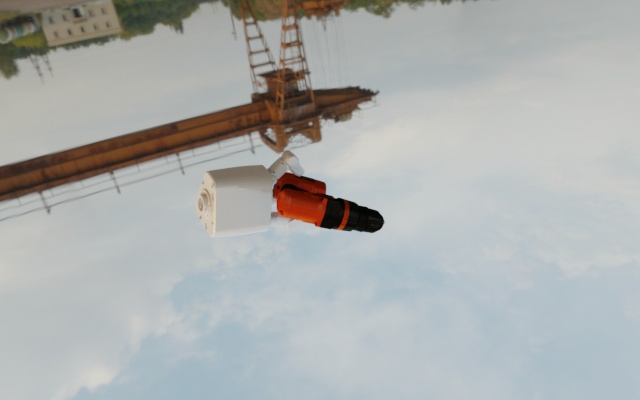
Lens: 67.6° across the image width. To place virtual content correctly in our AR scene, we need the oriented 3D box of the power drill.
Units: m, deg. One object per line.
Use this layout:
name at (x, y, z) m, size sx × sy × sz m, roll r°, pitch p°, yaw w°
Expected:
power drill at (0.000, 0.003, 0.833) m, size 0.184 × 0.057 × 0.187 m, roll 14°, pitch 8°, yaw -20°
